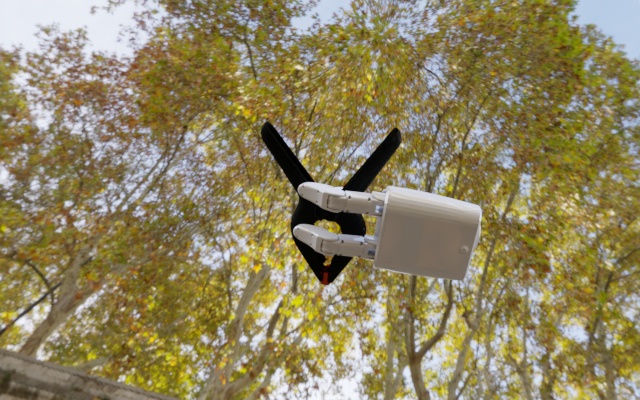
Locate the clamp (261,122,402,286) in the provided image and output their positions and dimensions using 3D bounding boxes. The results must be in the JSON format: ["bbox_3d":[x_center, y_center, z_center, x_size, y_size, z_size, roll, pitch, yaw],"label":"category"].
[{"bbox_3d":[0.000,0.002,0.585,0.164,0.210,0.036,11,20,9],"label":"clamp"}]
